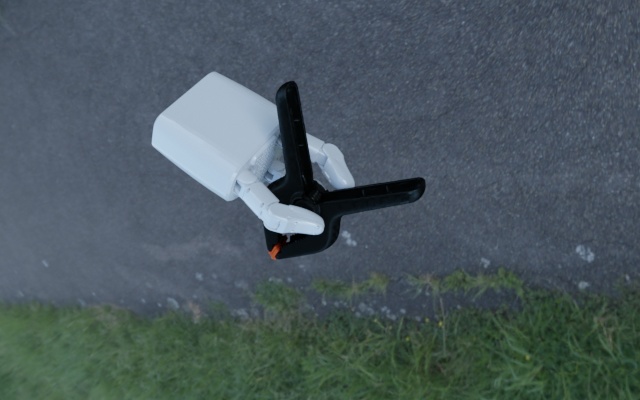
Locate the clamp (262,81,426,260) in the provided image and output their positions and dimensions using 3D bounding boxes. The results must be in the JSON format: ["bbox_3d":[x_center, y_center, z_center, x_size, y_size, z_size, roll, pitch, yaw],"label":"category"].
[{"bbox_3d":[-0.001,0.002,0.497,0.164,0.210,0.036,33,42,8],"label":"clamp"}]
